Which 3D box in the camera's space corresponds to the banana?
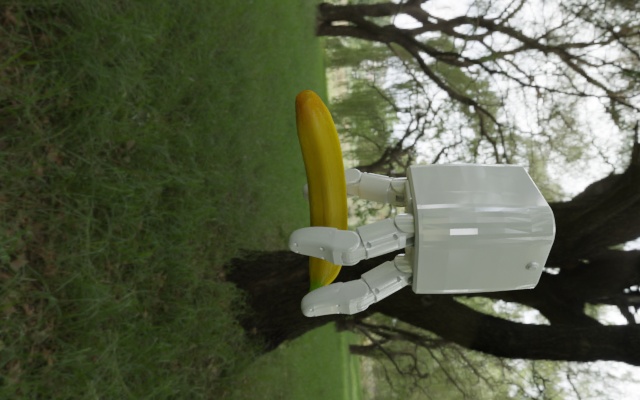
[{"bbox_3d":[0.003,-0.002,0.424,0.037,0.198,0.069,1,22,10],"label":"banana"}]
